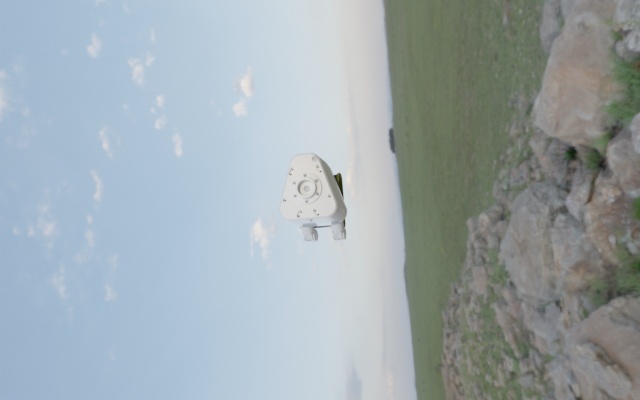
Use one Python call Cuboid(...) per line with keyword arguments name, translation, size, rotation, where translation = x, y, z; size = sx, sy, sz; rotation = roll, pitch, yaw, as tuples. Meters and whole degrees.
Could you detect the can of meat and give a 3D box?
Cuboid(name="can of meat", translation=(0.000, 0.003, 0.893), size=(0.084, 0.102, 0.057), rotation=(-5, -4, 9))
